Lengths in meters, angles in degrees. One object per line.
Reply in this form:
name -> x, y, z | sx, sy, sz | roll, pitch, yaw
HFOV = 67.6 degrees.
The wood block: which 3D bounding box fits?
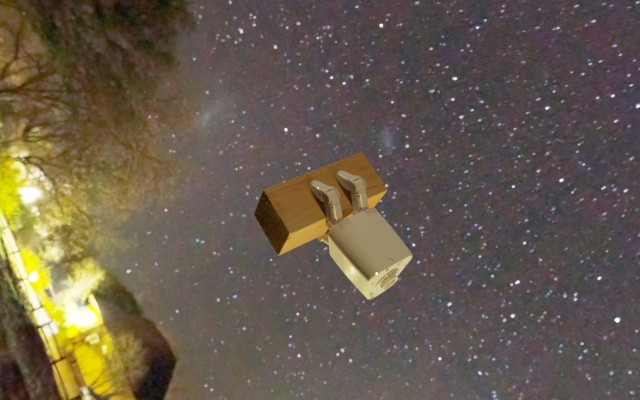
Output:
wood block -> 0.000, 0.003, 0.837 | 0.206, 0.090, 0.091 | -23, -20, -29
